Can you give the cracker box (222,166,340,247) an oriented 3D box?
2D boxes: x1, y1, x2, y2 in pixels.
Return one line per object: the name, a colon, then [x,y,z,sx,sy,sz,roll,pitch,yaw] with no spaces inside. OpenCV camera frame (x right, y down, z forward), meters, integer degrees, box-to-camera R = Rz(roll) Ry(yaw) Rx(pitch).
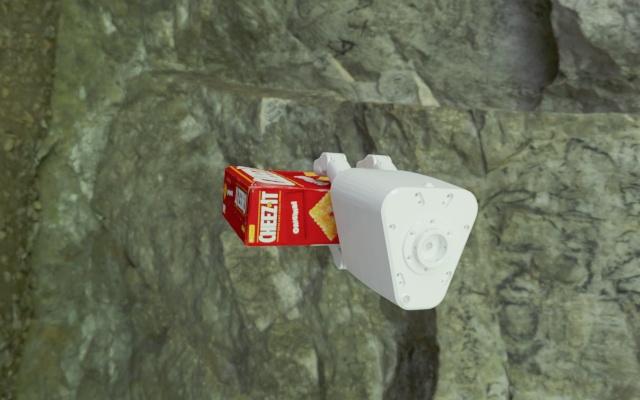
cracker box: [0.000,0.002,0.580,0.214,0.072,0.164,1,9,-20]
